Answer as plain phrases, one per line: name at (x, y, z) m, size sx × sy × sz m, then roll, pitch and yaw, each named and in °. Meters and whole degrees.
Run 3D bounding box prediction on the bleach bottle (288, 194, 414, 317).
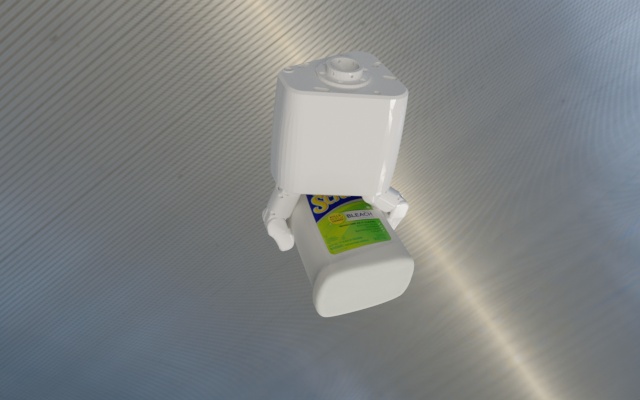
bleach bottle at (0.000, 0.002, 0.523) m, size 0.102 × 0.068 × 0.250 m, roll -10°, pitch 44°, yaw -20°
